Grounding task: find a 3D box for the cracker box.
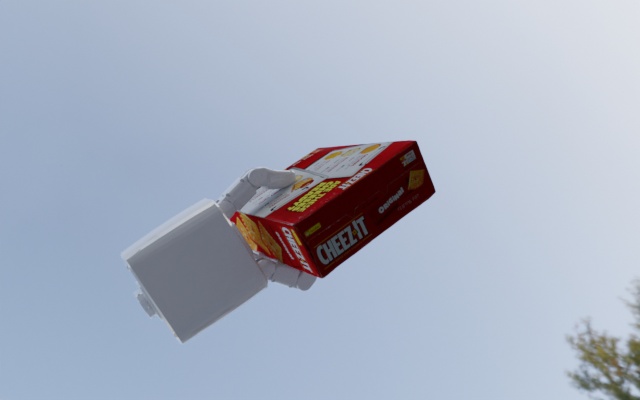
[{"bbox_3d":[0.000,0.002,0.557,0.164,0.072,0.213,-35,19,-22],"label":"cracker box"}]
